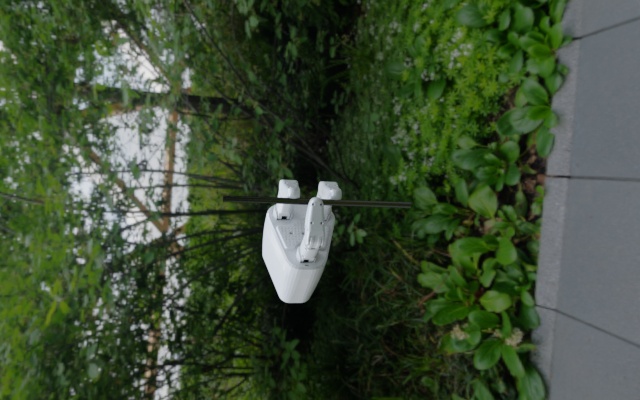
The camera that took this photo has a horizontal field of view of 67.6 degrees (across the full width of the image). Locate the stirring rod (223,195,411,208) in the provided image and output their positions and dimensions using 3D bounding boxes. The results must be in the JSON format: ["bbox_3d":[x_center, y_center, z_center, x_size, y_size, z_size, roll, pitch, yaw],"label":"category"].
[{"bbox_3d":[0.000,0.002,0.600,0.239,0.011,0.011,2,-1,-13],"label":"stirring rod"}]
